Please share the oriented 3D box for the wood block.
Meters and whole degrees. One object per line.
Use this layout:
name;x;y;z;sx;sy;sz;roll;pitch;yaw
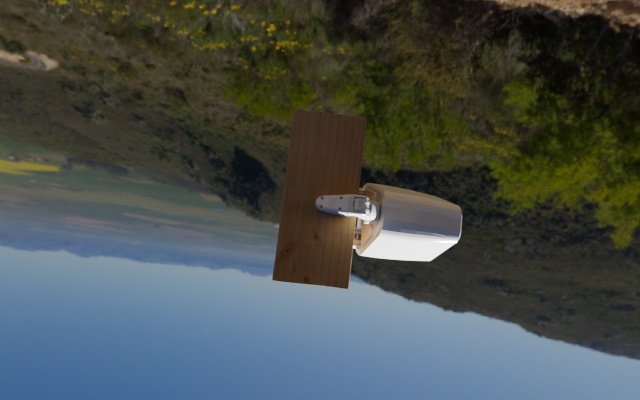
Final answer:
wood block;0.000;0.002;0.601;0.090;0.206;0.091;6;-9;1
